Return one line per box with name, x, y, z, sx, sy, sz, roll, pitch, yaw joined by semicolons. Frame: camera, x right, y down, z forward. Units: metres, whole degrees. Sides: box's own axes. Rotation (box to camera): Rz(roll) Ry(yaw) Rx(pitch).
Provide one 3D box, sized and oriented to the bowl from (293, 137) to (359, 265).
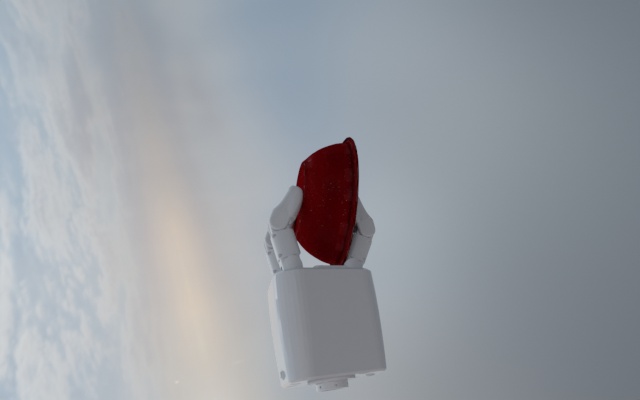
bowl;0.000;0.001;0.570;0.055;0.162;0.162;6;-1;-9
